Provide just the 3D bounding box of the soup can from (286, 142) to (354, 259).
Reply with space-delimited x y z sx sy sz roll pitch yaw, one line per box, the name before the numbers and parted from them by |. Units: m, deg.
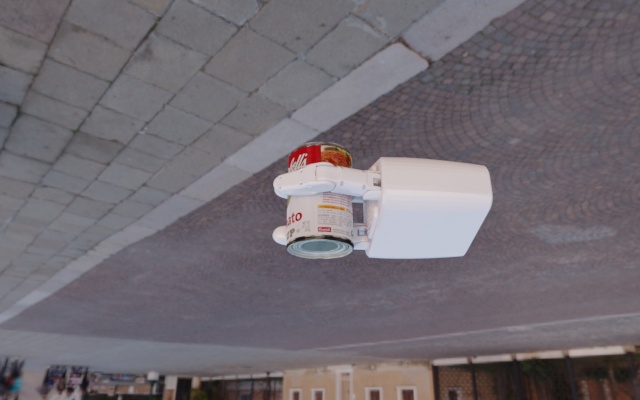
soup can | 0.000 0.002 0.483 0.068 0.102 0.068 0 -23 0
